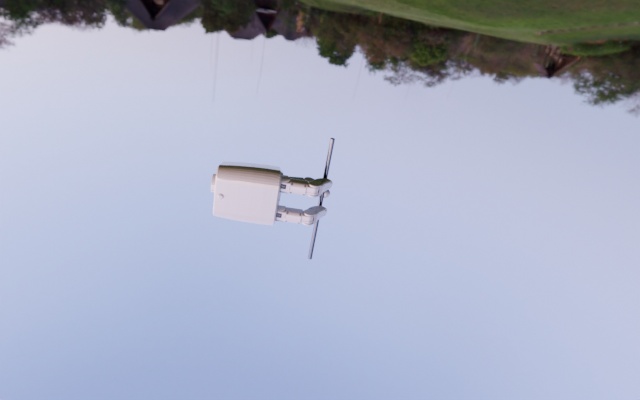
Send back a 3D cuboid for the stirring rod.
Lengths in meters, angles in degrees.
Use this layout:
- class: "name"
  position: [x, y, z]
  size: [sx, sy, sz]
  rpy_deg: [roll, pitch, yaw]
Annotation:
- class: "stirring rod"
  position: [0.000, 0.003, 0.856]
  size: [0.011, 0.240, 0.011]
  rpy_deg: [9, 25, -4]
